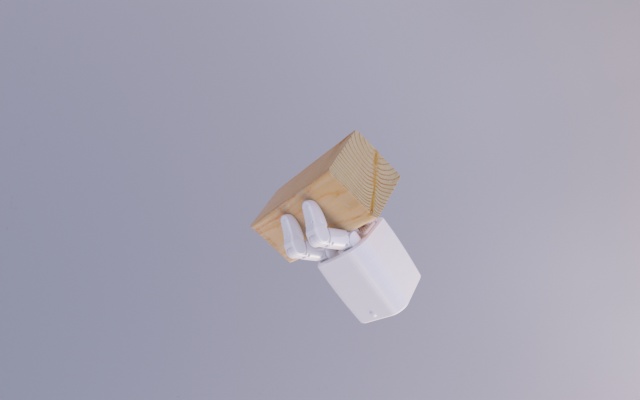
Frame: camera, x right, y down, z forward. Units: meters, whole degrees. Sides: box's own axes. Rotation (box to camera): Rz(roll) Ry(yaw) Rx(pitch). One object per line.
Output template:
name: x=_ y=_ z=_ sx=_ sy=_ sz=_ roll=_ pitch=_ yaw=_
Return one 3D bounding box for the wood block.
wood block: x=0.001 y=0.002 z=0.676 sx=0.206 sy=0.090 sz=0.090 roll=-33 pitch=17 yaw=48
